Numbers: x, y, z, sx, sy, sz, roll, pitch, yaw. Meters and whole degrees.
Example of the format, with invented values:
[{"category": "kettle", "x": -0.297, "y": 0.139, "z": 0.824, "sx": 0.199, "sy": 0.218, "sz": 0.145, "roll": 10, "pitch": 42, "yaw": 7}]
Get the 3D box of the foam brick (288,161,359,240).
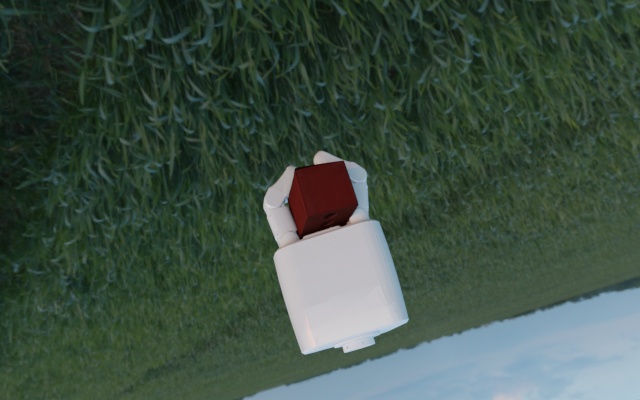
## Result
[{"category": "foam brick", "x": 0.000, "y": 0.001, "z": 0.490, "sx": 0.053, "sy": 0.051, "sz": 0.078, "roll": -11, "pitch": -21, "yaw": -14}]
